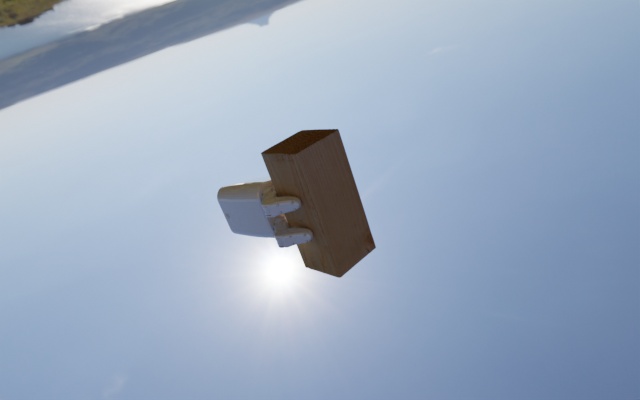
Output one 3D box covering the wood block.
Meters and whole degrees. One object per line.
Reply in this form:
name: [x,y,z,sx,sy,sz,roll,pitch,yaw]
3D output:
wood block: [0.000,0.002,0.739,0.090,0.206,0.090,-35,27,-33]
